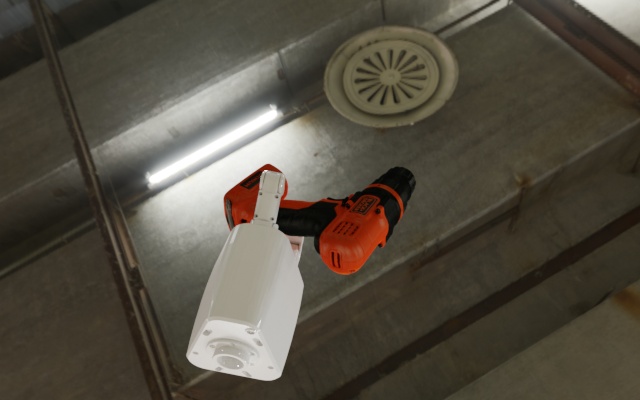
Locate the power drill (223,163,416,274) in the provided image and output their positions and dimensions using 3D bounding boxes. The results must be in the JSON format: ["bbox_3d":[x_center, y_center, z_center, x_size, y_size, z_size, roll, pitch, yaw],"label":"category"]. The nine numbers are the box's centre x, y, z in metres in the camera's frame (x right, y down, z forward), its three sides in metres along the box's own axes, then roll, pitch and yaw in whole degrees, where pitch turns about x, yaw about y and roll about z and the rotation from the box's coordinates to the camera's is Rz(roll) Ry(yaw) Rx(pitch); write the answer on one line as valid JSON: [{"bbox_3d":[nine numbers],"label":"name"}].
[{"bbox_3d":[0.000,0.002,0.546,0.187,0.057,0.184,9,31,29],"label":"power drill"}]
